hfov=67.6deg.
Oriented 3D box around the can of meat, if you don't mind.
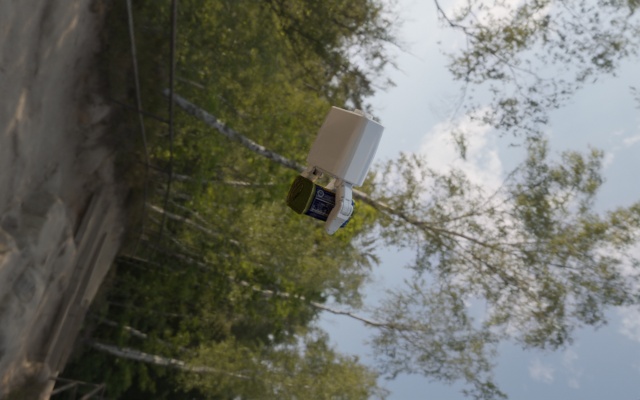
[{"bbox_3d":[0.000,0.003,0.801,0.084,0.057,0.102,21,4,-23],"label":"can of meat"}]
